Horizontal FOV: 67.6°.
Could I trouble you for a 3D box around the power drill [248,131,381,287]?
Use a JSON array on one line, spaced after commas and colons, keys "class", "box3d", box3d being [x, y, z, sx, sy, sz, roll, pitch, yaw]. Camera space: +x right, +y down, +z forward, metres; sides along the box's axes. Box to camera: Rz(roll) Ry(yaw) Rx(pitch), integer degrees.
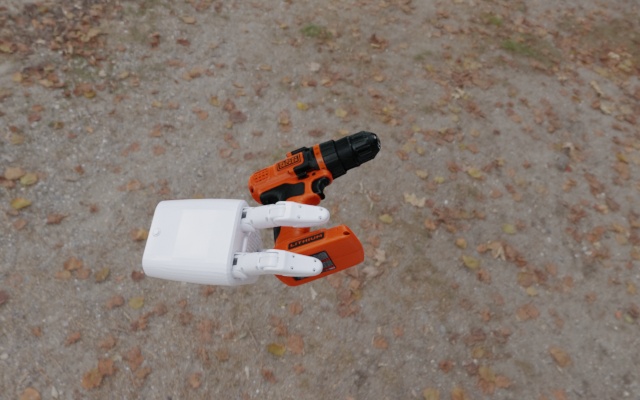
[{"class": "power drill", "box3d": [0.000, 0.002, 0.583, 0.184, 0.187, 0.057, -23, -49, 12]}]
